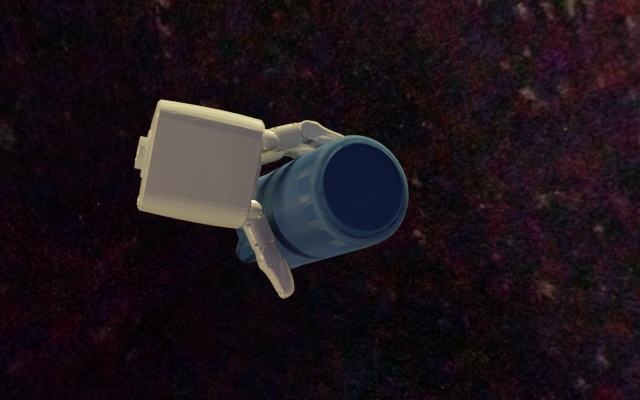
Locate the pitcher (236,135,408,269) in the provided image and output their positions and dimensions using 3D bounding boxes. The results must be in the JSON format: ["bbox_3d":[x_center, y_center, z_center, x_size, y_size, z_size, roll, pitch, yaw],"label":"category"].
[{"bbox_3d":[0.000,0.002,0.558,0.145,0.149,0.243,10,-14,-22],"label":"pitcher"}]
